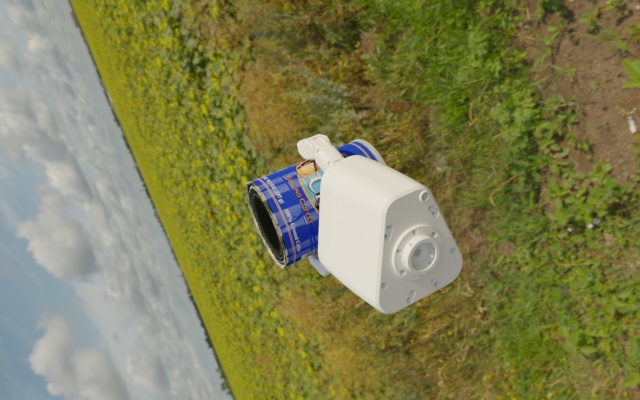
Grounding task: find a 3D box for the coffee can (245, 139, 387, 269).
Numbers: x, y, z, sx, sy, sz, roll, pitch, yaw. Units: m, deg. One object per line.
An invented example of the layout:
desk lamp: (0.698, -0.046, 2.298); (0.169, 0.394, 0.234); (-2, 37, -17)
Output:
coffee can: (0.000, 0.002, 0.541); (0.140, 0.103, 0.103); (-23, 7, -18)
